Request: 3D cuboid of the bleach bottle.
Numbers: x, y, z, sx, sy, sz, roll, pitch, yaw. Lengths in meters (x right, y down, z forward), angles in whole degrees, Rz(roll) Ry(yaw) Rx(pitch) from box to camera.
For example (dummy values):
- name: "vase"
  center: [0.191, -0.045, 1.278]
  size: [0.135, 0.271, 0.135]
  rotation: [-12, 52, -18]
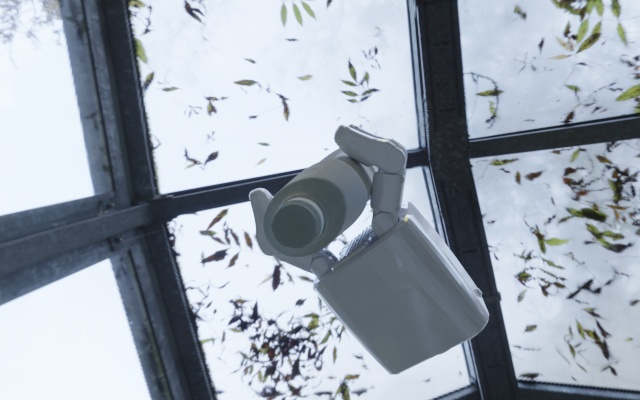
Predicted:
- name: "bleach bottle"
  center: [0.000, 0.001, 0.413]
  size: [0.102, 0.068, 0.251]
  rotation: [-39, 1, 14]
